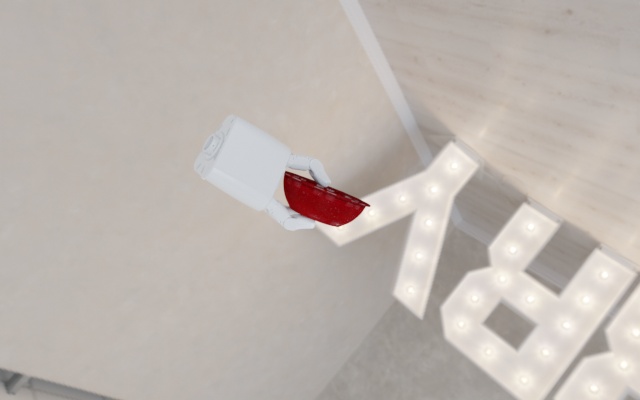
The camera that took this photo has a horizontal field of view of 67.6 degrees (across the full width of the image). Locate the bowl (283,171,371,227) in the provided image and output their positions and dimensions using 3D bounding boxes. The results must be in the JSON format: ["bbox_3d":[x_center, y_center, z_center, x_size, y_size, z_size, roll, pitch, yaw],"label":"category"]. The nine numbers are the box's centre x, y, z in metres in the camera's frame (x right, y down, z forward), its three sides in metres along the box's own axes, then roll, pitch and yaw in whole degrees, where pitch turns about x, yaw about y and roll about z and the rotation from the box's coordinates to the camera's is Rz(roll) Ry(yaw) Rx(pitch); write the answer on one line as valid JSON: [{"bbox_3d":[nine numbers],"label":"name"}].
[{"bbox_3d":[0.001,0.003,0.802,0.162,0.055,0.162,21,5,-2],"label":"bowl"}]
